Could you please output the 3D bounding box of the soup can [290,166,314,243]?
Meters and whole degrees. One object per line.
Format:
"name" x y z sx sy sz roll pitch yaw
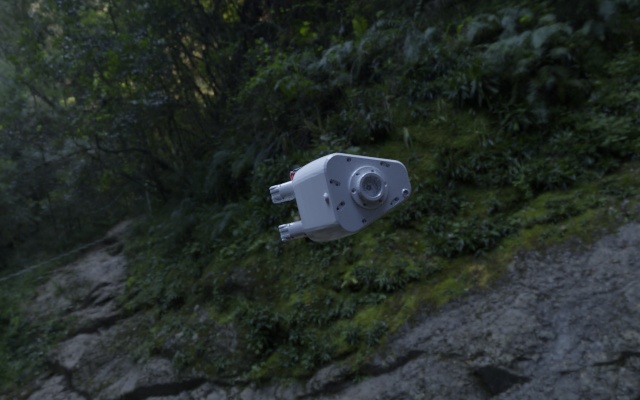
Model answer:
"soup can" 0.000 0.002 0.670 0.068 0.102 0.068 -14 -3 -1
